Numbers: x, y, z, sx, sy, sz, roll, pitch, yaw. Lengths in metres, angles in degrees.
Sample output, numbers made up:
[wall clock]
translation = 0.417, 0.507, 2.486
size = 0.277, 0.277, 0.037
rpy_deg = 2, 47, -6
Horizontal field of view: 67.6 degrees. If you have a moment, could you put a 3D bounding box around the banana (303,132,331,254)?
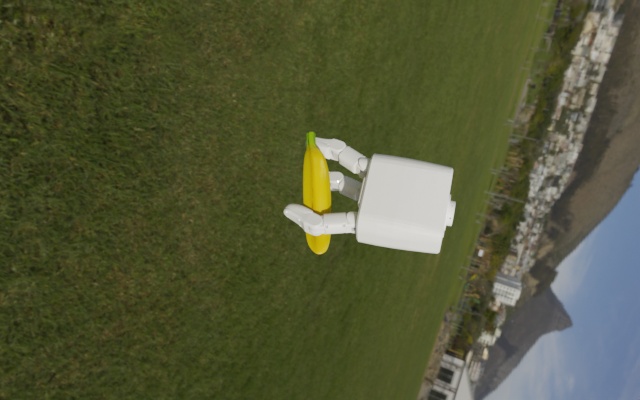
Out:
[banana]
translation = -0.002, 0.009, 0.661
size = 0.037, 0.198, 0.069
rpy_deg = 3, 31, 7
